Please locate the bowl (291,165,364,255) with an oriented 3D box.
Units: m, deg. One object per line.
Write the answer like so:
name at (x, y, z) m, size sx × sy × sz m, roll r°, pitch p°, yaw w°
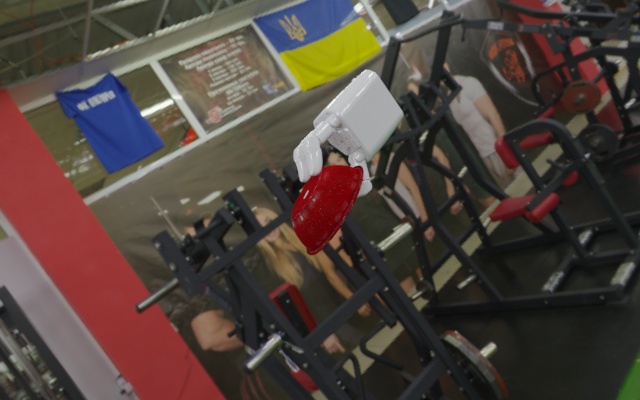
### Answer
bowl at (-0.001, 0.003, 0.742) m, size 0.055 × 0.162 × 0.162 m, roll 30°, pitch -7°, yaw -13°
